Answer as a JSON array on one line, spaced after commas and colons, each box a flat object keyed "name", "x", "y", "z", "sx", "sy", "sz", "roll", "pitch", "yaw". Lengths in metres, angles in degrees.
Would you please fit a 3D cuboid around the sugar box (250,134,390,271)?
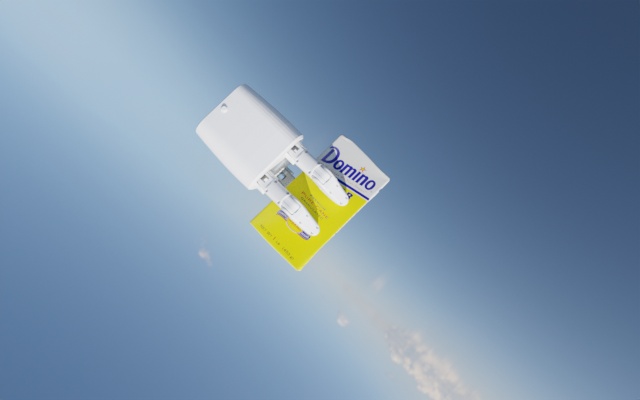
[{"name": "sugar box", "x": 0.000, "y": 0.002, "z": 0.649, "sx": 0.093, "sy": 0.176, "sz": 0.048, "roll": 44, "pitch": -5, "yaw": 5}]
